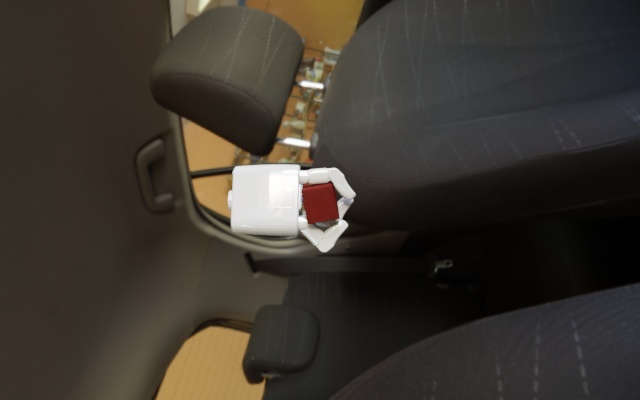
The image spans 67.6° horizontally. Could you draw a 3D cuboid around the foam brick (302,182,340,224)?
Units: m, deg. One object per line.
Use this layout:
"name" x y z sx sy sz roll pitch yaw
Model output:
"foam brick" 0.000 0.002 0.756 0.051 0.053 0.078 -10 7 1
